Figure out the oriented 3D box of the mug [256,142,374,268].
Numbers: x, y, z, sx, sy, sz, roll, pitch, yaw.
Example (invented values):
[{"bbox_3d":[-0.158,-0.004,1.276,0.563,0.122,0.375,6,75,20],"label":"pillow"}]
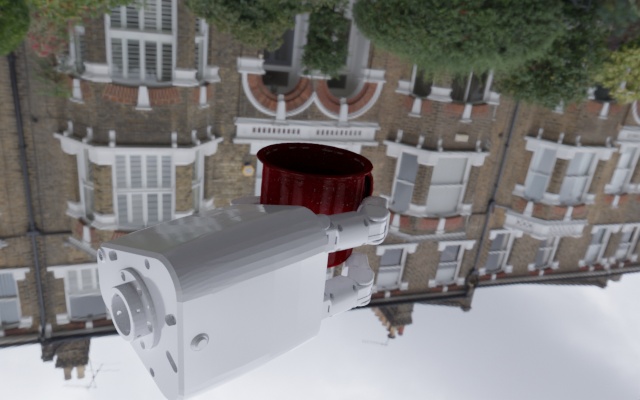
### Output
[{"bbox_3d":[0.001,0.001,0.404,0.117,0.081,0.093,-14,29,-42],"label":"mug"}]
